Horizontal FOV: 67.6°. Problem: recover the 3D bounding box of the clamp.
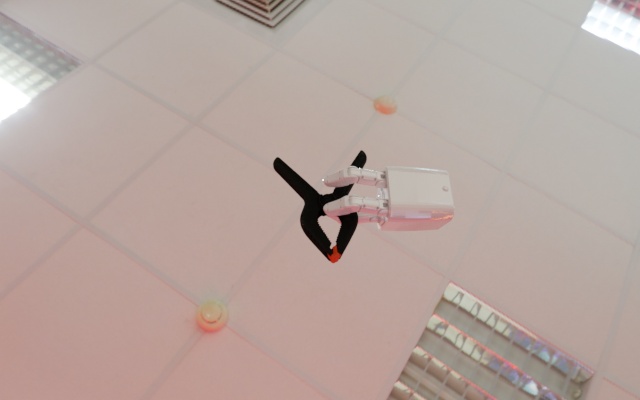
[{"bbox_3d":[0.000,0.003,0.796,0.164,0.209,0.036,0,-31,-1],"label":"clamp"}]
